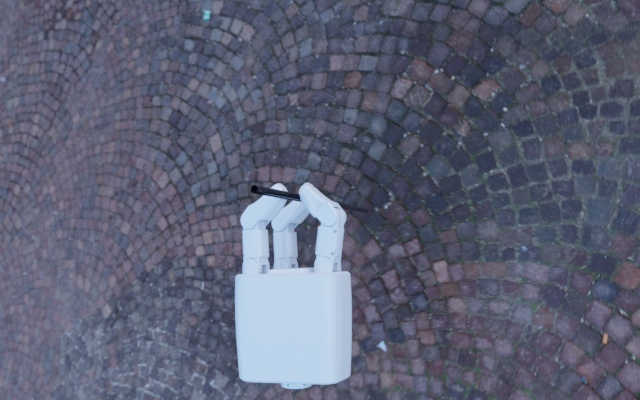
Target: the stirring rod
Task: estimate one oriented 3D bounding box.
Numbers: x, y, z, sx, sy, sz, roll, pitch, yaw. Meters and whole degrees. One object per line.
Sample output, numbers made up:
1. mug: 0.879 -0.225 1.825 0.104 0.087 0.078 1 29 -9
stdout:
1. stirring rod: 0.000 0.002 0.542 0.011 0.011 0.239 0 -6 31
